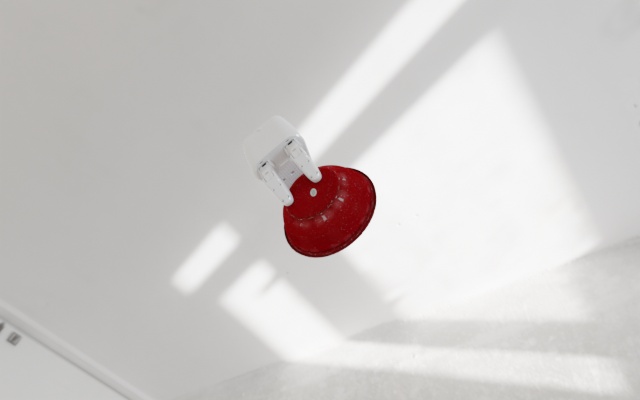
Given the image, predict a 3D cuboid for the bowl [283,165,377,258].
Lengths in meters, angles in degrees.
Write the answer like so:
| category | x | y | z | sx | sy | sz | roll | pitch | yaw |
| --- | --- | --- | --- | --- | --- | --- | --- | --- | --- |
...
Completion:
| category | x | y | z | sx | sy | sz | roll | pitch | yaw |
| --- | --- | --- | --- | --- | --- | --- | --- | --- | --- |
| bowl | 0.001 | 0.003 | 0.715 | 0.162 | 0.162 | 0.055 | 0 | -32 | 34 |
